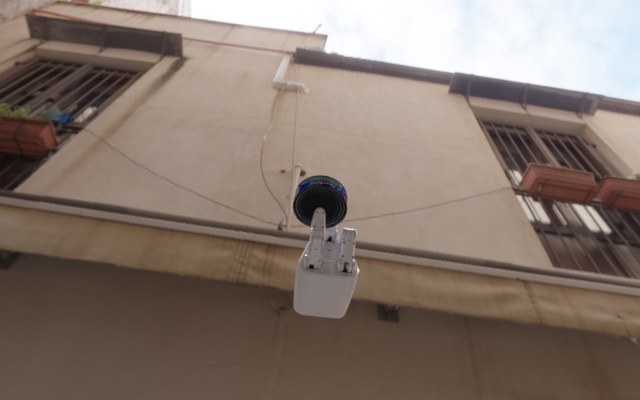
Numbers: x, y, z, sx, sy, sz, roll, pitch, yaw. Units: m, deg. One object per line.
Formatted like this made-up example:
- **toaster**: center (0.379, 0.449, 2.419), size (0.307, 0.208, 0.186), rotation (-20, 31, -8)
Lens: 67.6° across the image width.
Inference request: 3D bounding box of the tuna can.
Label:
- **tuna can**: center (0.000, 0.002, 0.756), size (0.086, 0.086, 0.033), rotation (0, 38, 5)
